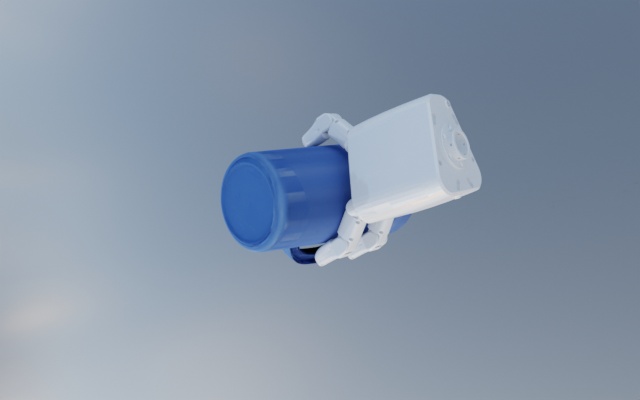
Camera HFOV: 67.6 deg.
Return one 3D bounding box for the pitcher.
[{"bbox_3d":[0.000,0.002,0.594,0.145,0.149,0.243,-20,-8,42],"label":"pitcher"}]
